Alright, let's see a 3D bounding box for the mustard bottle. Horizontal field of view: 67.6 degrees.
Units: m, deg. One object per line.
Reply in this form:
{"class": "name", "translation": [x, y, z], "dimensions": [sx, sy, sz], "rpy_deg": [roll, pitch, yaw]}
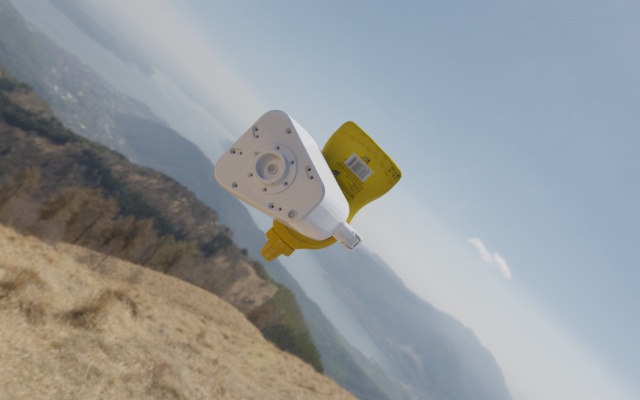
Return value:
{"class": "mustard bottle", "translation": [0.000, 0.002, 0.579], "dimensions": [0.096, 0.191, 0.058], "rpy_deg": [45, 2, -7]}
